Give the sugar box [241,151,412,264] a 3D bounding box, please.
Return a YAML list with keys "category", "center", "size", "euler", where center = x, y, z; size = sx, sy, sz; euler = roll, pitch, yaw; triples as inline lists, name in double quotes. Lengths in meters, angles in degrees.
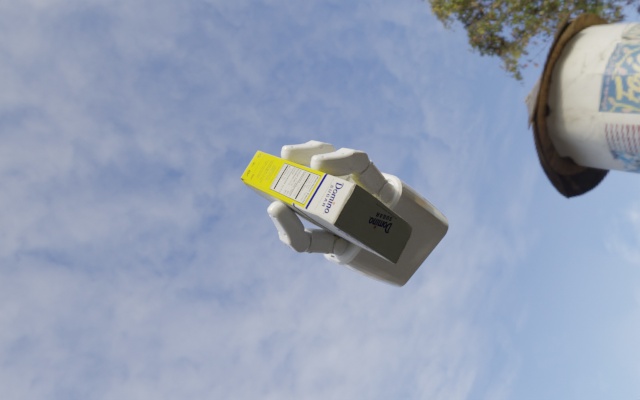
- category: "sugar box"
  center: [0.000, 0.001, 0.480]
  size: [0.093, 0.048, 0.176]
  euler: [34, -9, -38]
